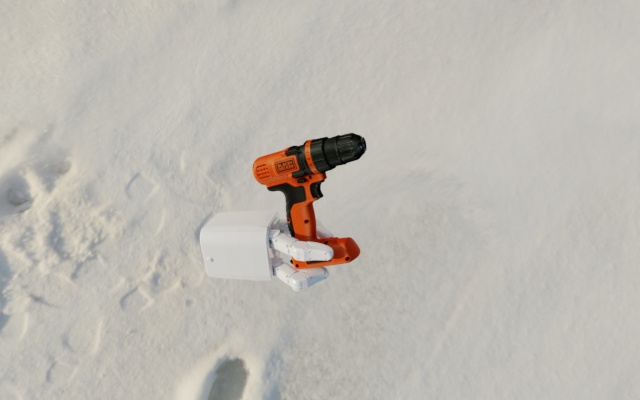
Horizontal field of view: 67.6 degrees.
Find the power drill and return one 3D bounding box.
[{"bbox_3d":[0.000,0.003,0.715,0.184,0.187,0.057,-12,7,28],"label":"power drill"}]
